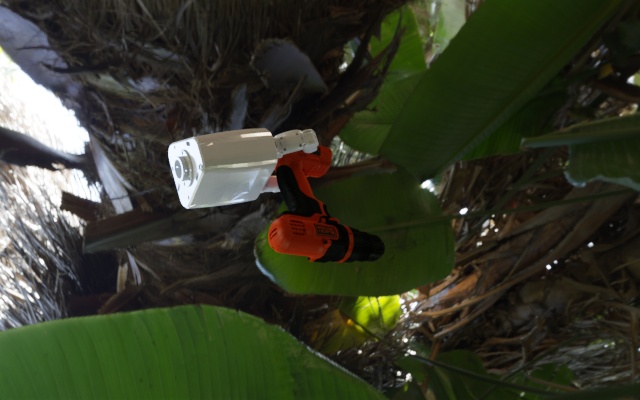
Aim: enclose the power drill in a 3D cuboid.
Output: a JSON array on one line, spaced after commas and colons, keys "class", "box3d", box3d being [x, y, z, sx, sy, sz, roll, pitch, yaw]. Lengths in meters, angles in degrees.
[{"class": "power drill", "box3d": [0.000, 0.002, 0.686, 0.184, 0.187, 0.057, 13, -44, -36]}]
